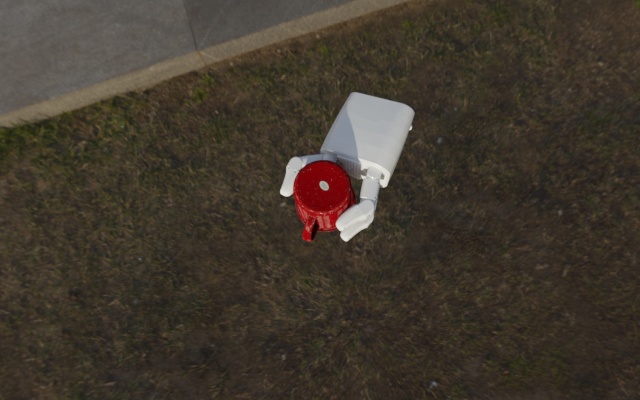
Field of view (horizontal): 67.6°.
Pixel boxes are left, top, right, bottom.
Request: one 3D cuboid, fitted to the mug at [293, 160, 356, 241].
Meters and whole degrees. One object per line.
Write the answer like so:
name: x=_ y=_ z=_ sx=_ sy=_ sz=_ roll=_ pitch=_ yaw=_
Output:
mug: x=-0.001 y=0.003 z=0.685 sx=0.093 sy=0.117 sz=0.081 roll=22 pitch=-13 yaw=10
